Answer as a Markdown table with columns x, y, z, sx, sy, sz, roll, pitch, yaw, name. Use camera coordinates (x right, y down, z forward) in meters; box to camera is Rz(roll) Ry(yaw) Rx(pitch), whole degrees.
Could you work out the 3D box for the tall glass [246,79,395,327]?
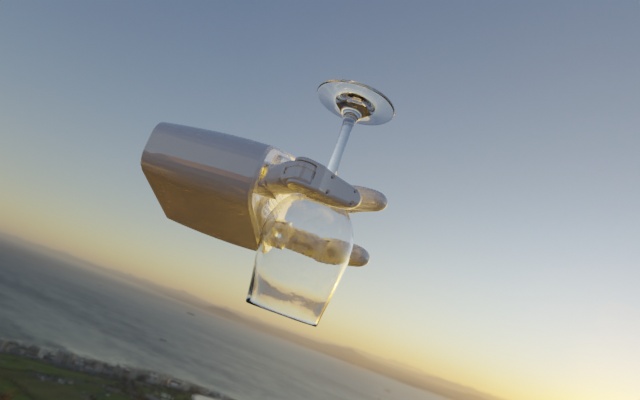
| x | y | z | sx | sy | sz | roll | pitch | yaw | name |
| --- | --- | --- | --- | --- | --- | --- | --- | --- | --- |
| 0.000 | 0.001 | 0.411 | 0.079 | 0.201 | 0.079 | 18 | -15 | 5 | tall glass |
